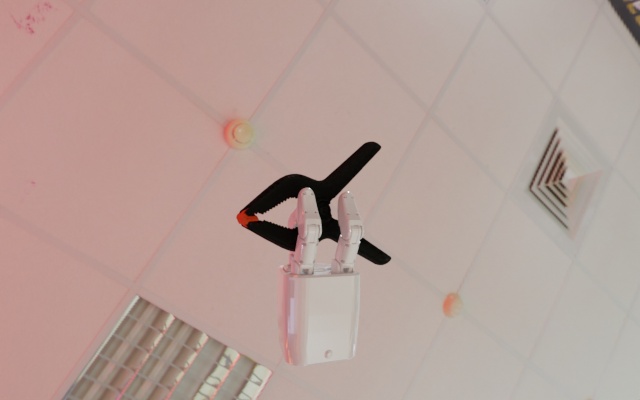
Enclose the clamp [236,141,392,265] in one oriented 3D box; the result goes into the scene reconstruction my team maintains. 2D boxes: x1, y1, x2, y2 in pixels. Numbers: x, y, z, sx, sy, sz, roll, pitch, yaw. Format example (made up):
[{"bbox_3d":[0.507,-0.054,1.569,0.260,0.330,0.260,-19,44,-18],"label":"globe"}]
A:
[{"bbox_3d":[-0.001,0.002,0.599,0.210,0.164,0.036,2,-3,-27],"label":"clamp"}]
